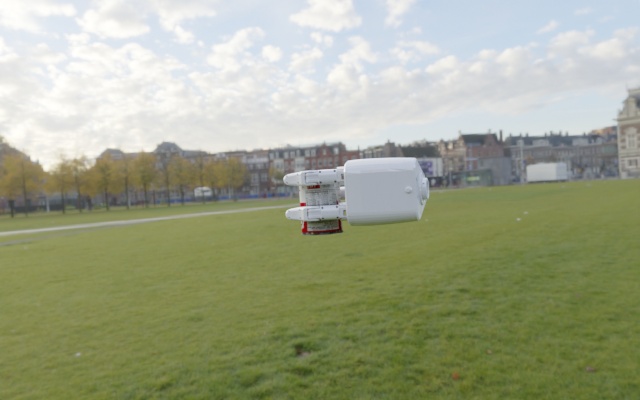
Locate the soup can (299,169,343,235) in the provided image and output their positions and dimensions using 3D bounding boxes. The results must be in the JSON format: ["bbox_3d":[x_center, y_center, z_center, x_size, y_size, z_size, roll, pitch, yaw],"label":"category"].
[{"bbox_3d":[0.000,0.002,0.772,0.068,0.102,0.068,-4,1,0],"label":"soup can"}]
